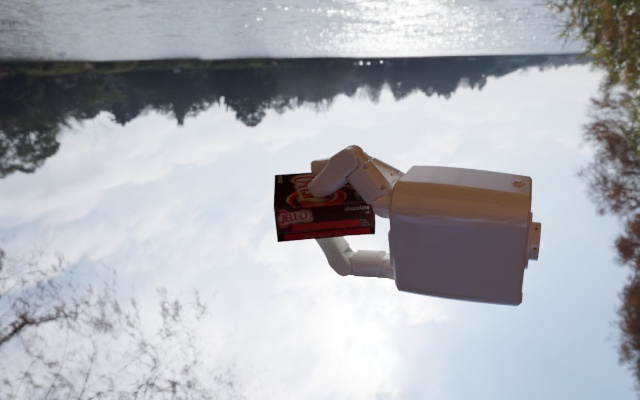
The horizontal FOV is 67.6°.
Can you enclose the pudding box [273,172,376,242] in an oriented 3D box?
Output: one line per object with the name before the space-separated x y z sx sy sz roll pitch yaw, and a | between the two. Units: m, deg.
pudding box | 0.000 0.002 0.466 0.090 0.039 0.113 -4 16 -4
